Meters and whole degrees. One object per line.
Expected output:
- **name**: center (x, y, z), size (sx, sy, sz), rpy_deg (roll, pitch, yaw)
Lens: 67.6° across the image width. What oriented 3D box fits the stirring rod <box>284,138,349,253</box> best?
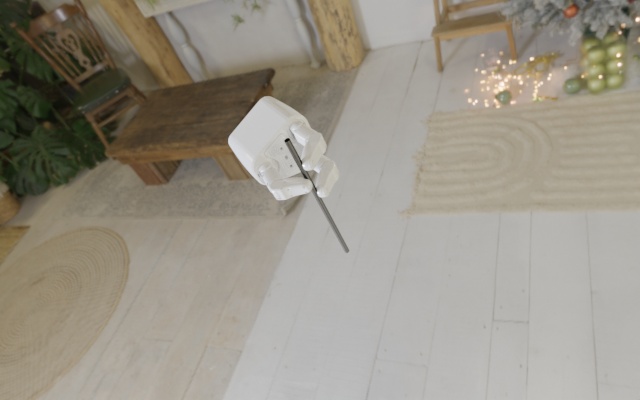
- **stirring rod**: center (0.000, 0.002, 0.685), size (0.011, 0.011, 0.240), rpy_deg (0, -41, 28)
